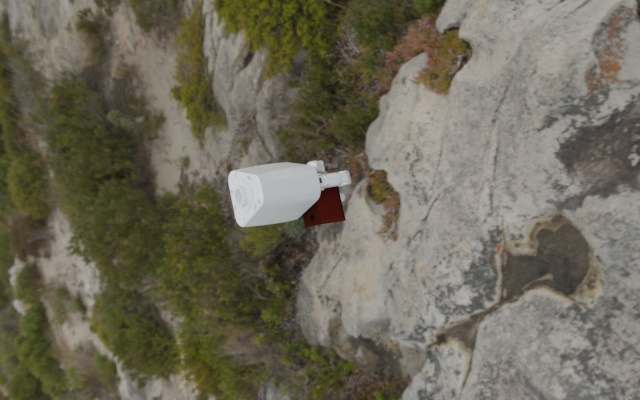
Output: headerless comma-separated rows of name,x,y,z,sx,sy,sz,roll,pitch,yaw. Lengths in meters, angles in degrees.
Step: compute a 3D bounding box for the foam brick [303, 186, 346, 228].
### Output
foam brick,0.000,0.003,0.802,0.051,0.078,0.053,-10,-4,-36
